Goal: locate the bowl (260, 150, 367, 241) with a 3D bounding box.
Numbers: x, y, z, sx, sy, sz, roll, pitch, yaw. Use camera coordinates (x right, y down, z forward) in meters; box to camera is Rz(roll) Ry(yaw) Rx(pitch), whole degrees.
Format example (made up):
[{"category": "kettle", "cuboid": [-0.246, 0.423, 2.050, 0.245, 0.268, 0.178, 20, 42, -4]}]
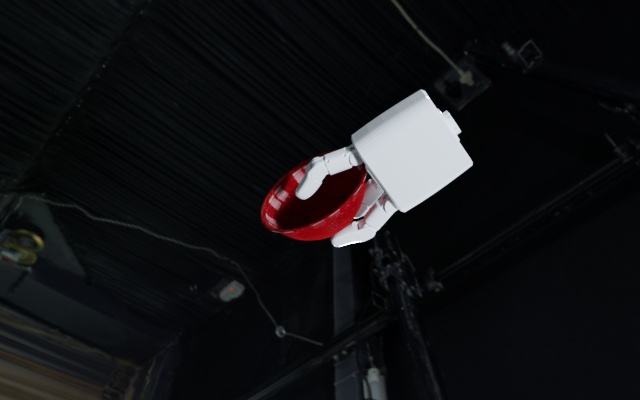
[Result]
[{"category": "bowl", "cuboid": [-0.001, 0.003, 0.650, 0.162, 0.055, 0.162, -23, 33, 15]}]
